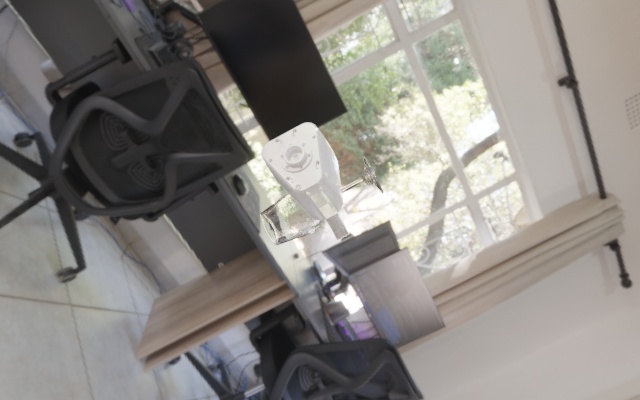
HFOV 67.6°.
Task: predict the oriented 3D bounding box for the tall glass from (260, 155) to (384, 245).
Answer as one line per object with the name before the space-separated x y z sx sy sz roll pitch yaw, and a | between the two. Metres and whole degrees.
tall glass | 0.001 0.002 0.801 0.201 0.079 0.079 -28 -2 4
